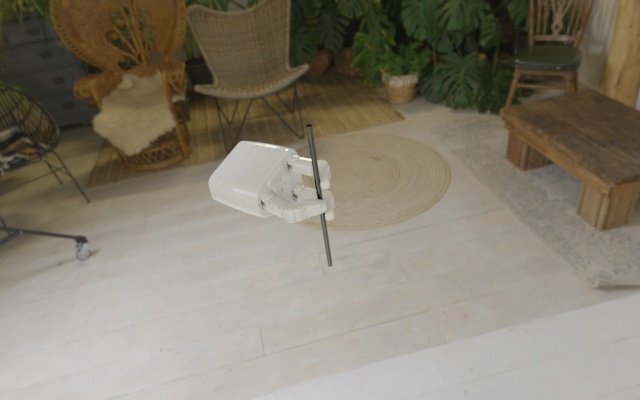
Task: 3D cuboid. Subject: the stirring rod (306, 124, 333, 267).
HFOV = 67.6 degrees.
[{"bbox_3d":[0.000,0.002,0.684,0.011,0.240,0.011,-6,34,4],"label":"stirring rod"}]
